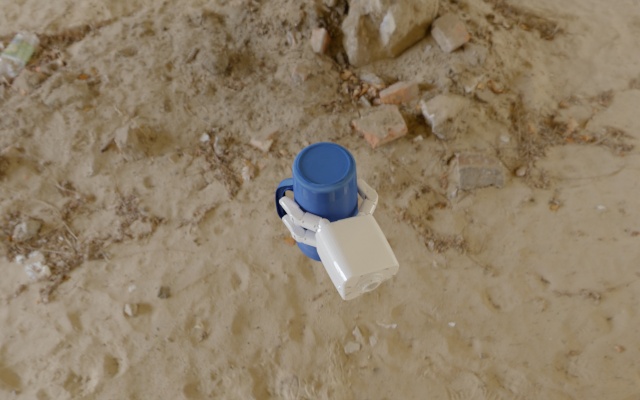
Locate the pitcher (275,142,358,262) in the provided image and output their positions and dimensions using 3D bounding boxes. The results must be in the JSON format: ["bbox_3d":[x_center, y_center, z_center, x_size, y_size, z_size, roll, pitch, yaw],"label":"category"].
[{"bbox_3d":[0.000,0.003,0.894,0.149,0.145,0.243,-20,-32,-11],"label":"pitcher"}]
